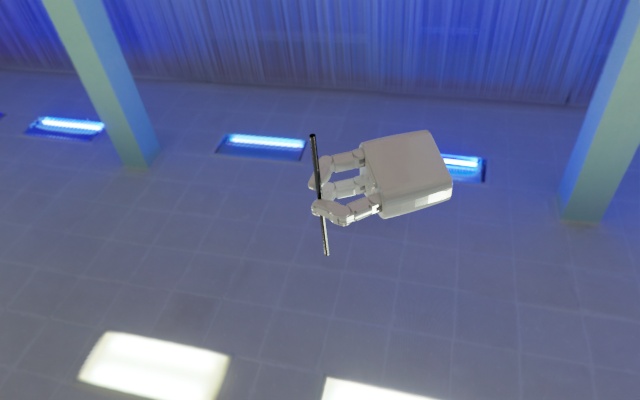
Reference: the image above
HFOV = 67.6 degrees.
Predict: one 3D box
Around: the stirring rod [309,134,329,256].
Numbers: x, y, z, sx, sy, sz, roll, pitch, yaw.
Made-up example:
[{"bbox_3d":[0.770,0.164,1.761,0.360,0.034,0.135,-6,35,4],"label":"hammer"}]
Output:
[{"bbox_3d":[0.000,0.002,0.685,0.011,0.011,0.240,0,-44,7],"label":"stirring rod"}]
